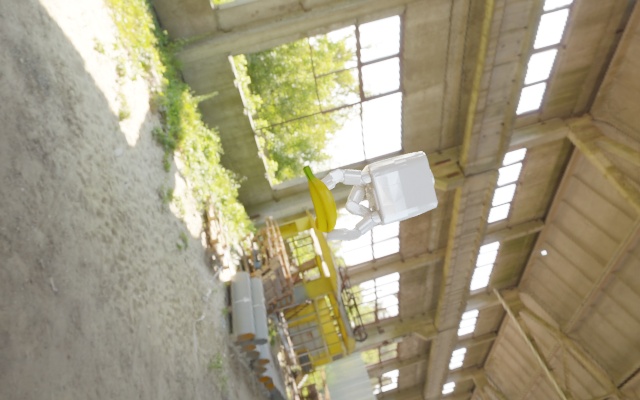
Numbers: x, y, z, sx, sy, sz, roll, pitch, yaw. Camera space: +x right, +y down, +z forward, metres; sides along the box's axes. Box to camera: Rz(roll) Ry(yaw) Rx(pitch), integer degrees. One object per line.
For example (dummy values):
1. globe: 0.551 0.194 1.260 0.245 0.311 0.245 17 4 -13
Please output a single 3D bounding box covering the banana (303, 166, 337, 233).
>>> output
1. banana: 0.005 0.016 0.824 0.037 0.069 0.198 -18 -30 -5
